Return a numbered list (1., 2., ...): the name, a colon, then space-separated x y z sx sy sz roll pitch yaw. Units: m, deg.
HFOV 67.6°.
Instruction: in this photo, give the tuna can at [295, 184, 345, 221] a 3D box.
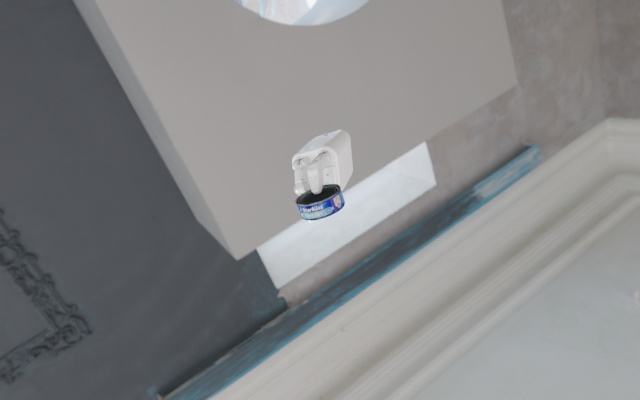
1. tuna can: 0.000 0.003 0.863 0.086 0.034 0.086 -17 19 6
